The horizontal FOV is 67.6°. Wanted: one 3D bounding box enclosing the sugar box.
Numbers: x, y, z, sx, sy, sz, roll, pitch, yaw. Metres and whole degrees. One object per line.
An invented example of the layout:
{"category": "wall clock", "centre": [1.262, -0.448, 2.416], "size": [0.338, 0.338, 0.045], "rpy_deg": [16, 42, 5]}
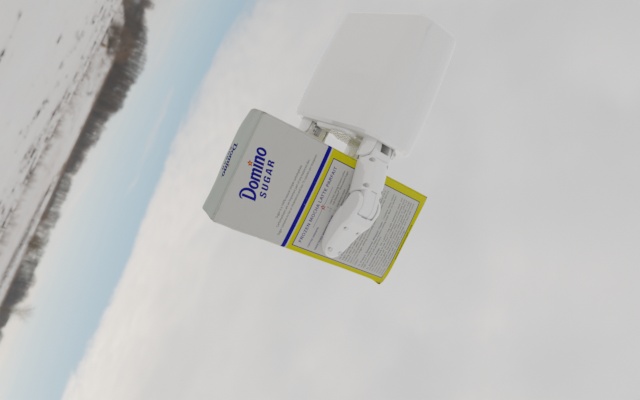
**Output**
{"category": "sugar box", "centre": [0.000, 0.001, 0.410], "size": [0.176, 0.093, 0.048], "rpy_deg": [25, 3, -27]}
